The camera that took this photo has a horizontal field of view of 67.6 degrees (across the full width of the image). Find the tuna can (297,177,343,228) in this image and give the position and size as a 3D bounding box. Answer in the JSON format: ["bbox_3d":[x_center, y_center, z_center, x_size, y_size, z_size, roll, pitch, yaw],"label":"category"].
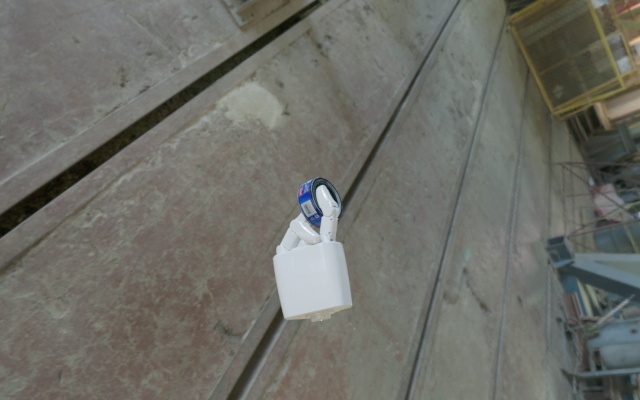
[{"bbox_3d":[0.001,0.002,0.839,0.034,0.086,0.086,-27,-16,34],"label":"tuna can"}]
